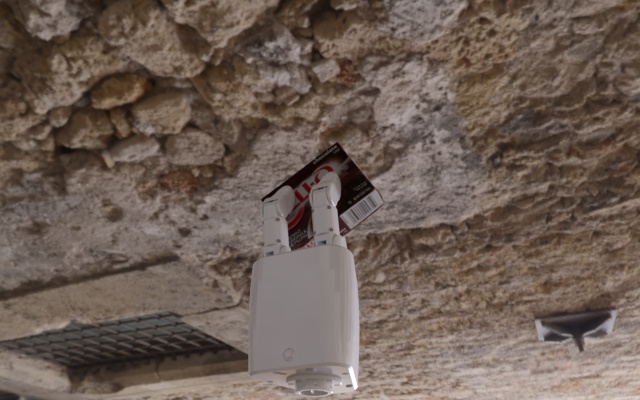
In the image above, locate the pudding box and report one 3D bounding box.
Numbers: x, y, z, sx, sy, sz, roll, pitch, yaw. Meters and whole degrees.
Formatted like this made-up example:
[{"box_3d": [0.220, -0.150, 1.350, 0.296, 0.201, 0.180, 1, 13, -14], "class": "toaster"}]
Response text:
[{"box_3d": [0.000, 0.002, 0.523, 0.113, 0.090, 0.039, -36, -41, 2], "class": "pudding box"}]
